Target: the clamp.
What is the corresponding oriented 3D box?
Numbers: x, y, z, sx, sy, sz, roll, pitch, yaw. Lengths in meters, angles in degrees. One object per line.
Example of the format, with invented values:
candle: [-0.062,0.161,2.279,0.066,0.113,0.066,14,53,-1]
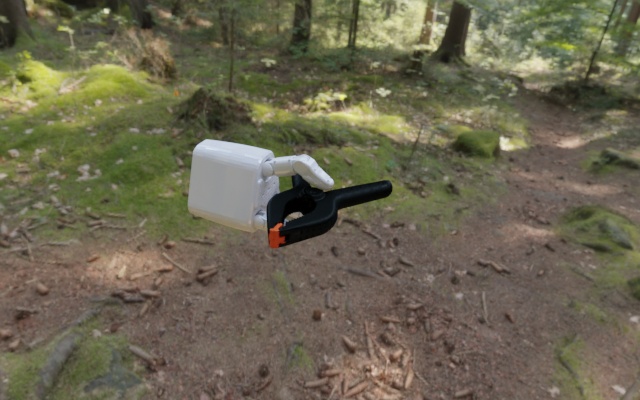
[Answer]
clamp: [0.000,0.002,0.645,0.164,0.036,0.210,13,32,16]
